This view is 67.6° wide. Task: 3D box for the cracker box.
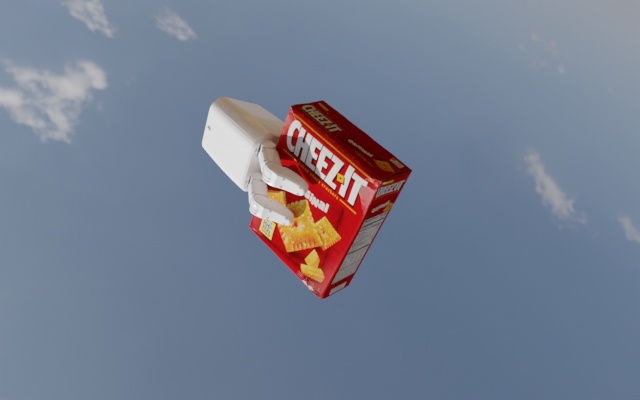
[{"bbox_3d":[0.000,0.002,0.641,0.164,0.214,0.072,42,39,25],"label":"cracker box"}]
